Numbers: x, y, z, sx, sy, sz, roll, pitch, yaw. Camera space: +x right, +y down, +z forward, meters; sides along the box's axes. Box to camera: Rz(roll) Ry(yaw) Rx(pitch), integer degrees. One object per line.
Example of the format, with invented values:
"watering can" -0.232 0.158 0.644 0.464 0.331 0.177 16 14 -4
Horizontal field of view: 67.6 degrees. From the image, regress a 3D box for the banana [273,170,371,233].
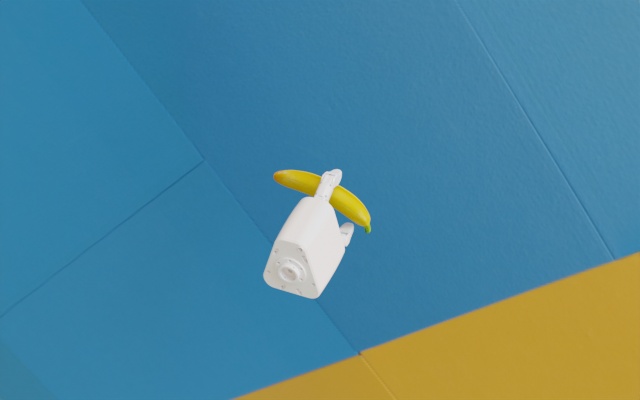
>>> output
"banana" 0.010 -0.006 0.817 0.198 0.037 0.070 32 -41 0
